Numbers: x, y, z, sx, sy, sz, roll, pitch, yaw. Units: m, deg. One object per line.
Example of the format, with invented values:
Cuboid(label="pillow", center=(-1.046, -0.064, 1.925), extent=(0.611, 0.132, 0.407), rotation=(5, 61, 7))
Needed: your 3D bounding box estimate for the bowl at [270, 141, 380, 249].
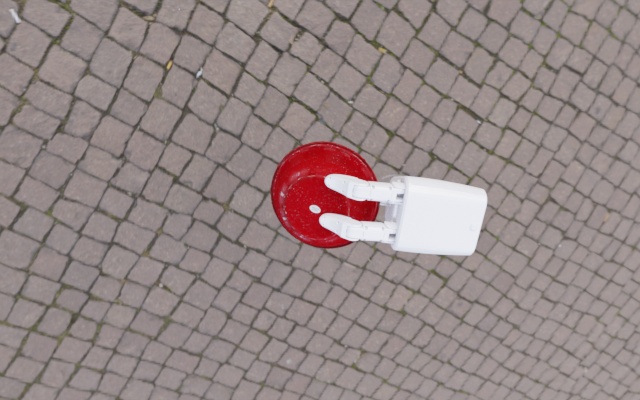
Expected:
Cuboid(label="bowl", center=(-0.001, 0.002, 0.664), extent=(0.162, 0.162, 0.055), rotation=(0, 18, 13))
